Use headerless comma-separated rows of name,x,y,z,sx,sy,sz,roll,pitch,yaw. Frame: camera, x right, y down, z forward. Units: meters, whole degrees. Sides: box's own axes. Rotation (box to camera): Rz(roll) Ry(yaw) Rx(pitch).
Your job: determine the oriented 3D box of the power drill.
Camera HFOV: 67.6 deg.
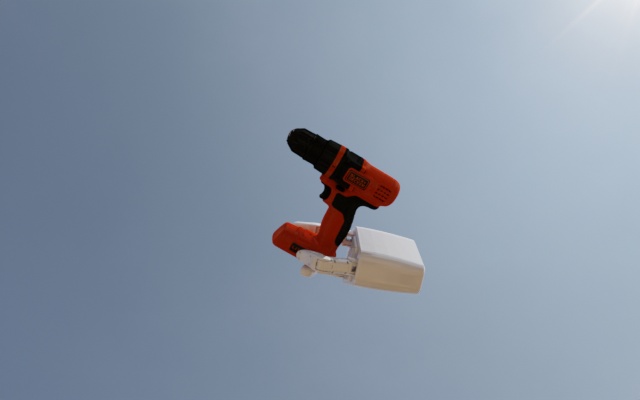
power drill,0.000,0.003,0.728,0.184,0.188,0.057,30,24,-5
